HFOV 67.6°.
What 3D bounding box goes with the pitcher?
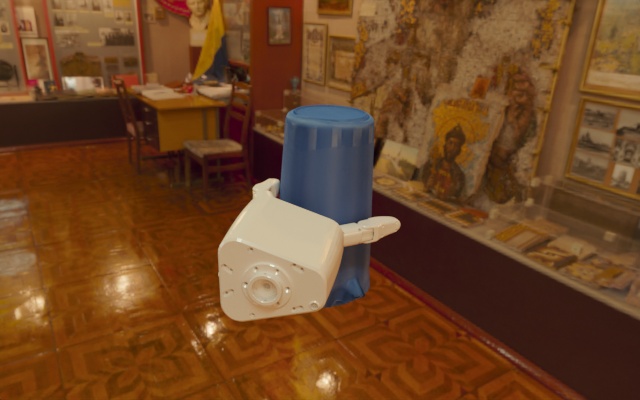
[{"bbox_3d":[0.000,0.002,0.626,0.149,0.243,0.145,7,22,10],"label":"pitcher"}]
